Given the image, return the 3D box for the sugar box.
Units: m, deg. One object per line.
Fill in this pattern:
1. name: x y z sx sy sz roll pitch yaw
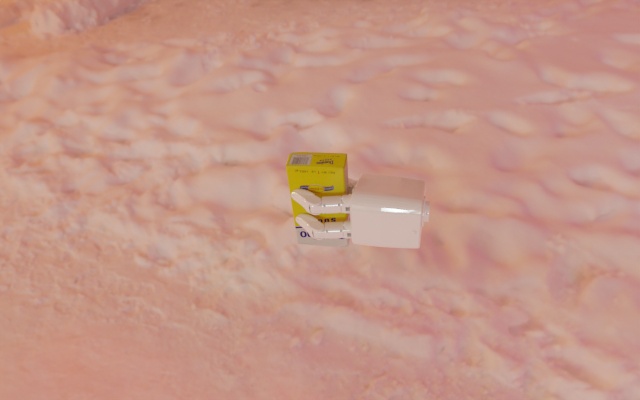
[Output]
1. sugar box: 0.000 0.003 0.790 0.093 0.176 0.048 3 40 11
